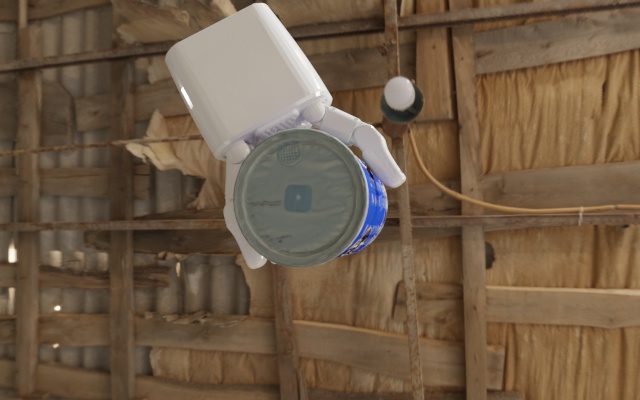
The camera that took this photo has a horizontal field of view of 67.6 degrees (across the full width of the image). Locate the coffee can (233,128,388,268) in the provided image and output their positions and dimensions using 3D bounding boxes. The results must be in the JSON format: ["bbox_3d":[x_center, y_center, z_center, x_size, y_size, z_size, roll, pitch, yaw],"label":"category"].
[{"bbox_3d":[0.000,0.001,0.415,0.103,0.103,0.140,0,-3,14],"label":"coffee can"}]
